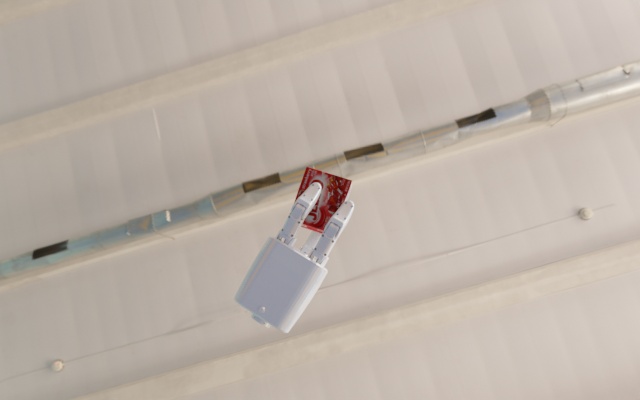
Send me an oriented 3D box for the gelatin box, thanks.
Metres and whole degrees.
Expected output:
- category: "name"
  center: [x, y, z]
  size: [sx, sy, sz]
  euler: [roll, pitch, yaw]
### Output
- category: "gelatin box"
  center: [0.000, 0.002, 0.715]
  size: [0.073, 0.089, 0.030]
  euler: [17, -16, 7]
